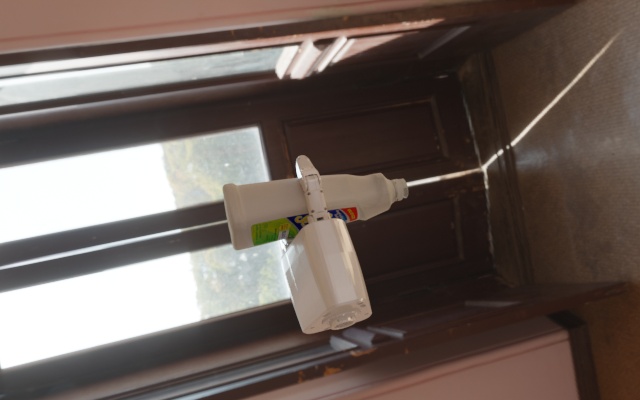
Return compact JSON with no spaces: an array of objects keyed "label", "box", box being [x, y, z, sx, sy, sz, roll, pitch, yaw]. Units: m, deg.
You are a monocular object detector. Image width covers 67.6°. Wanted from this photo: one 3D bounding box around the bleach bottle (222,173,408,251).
[{"label":"bleach bottle","box":[0.000,0.002,0.646,0.251,0.068,0.103,-11,-28,-12]}]
